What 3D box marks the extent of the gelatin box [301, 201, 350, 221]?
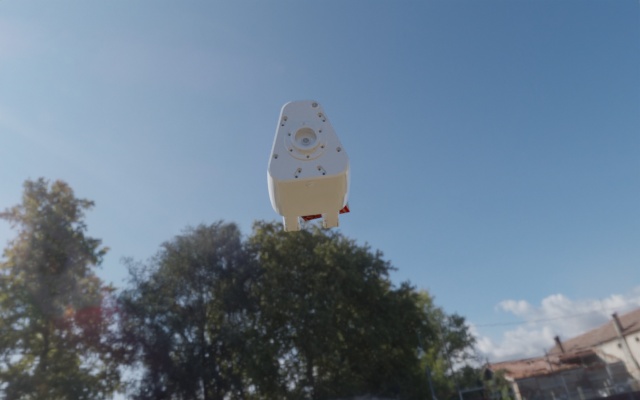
[{"bbox_3d":[0.000,0.002,0.711,0.073,0.030,0.089,-12,-17,9],"label":"gelatin box"}]
